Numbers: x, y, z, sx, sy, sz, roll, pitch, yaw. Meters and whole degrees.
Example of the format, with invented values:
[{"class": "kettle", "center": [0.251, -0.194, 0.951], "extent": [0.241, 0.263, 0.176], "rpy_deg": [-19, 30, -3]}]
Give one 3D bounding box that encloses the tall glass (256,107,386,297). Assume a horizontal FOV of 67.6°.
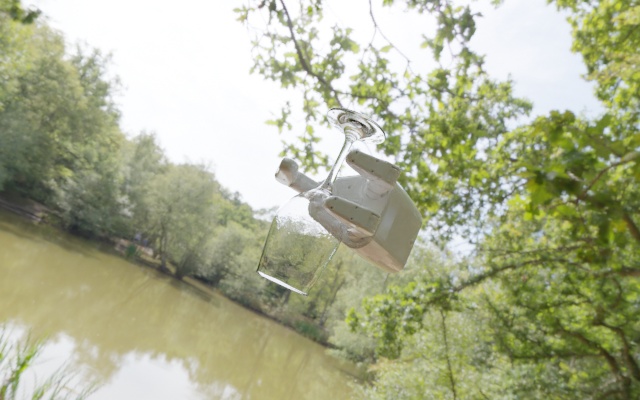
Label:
[{"class": "tall glass", "center": [0.000, 0.001, 0.530], "extent": [0.079, 0.201, 0.079], "rpy_deg": [24, -13, 6]}]
